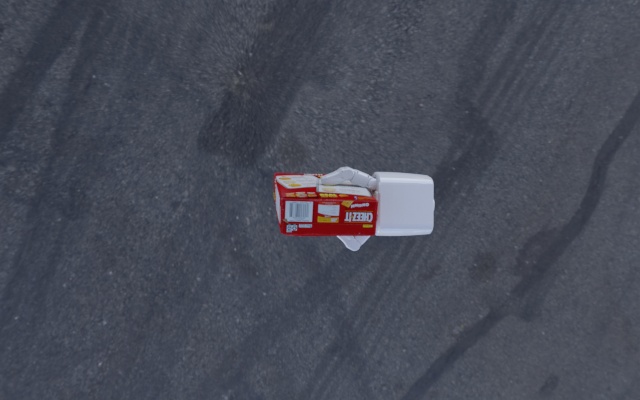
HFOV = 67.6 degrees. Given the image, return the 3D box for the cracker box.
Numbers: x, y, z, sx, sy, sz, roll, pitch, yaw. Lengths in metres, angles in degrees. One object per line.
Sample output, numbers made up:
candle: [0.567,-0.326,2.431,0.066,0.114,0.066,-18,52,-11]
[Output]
cracker box: [0.000,0.003,0.883,0.164,0.072,0.213,1,14,-9]
